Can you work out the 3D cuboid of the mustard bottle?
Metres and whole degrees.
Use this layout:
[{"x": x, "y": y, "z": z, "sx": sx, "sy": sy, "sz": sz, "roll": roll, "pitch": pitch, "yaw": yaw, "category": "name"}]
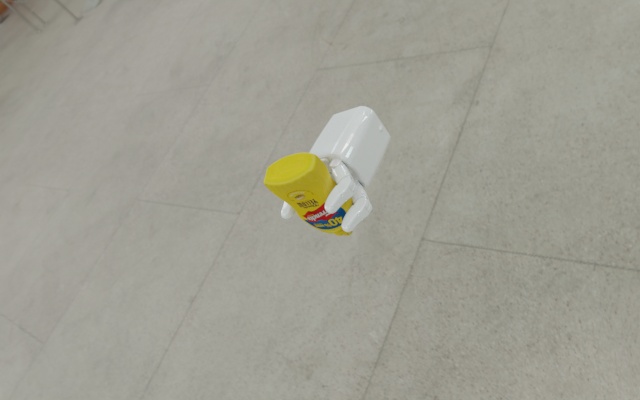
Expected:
[{"x": 0.000, "y": 0.003, "z": 0.774, "sx": 0.096, "sy": 0.058, "sz": 0.192, "roll": -15, "pitch": -40, "yaw": 29, "category": "mustard bottle"}]
